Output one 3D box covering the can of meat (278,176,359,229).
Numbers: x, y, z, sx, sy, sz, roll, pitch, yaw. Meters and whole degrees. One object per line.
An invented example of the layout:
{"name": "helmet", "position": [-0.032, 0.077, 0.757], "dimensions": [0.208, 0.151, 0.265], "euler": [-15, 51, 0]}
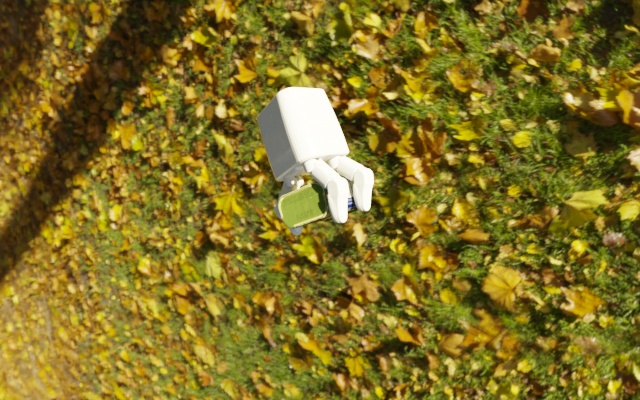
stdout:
{"name": "can of meat", "position": [0.000, 0.002, 0.705], "dimensions": [0.102, 0.057, 0.084], "euler": [-22, -7, 41]}
